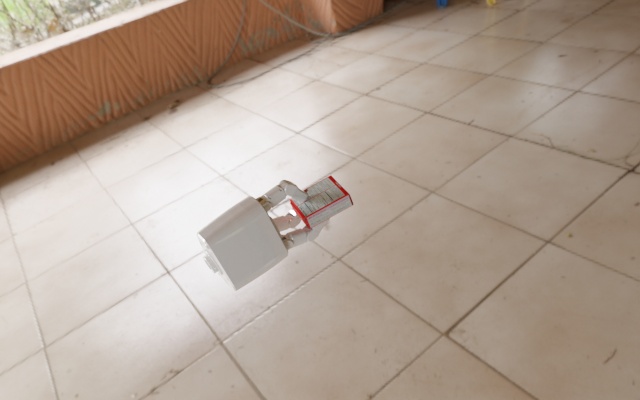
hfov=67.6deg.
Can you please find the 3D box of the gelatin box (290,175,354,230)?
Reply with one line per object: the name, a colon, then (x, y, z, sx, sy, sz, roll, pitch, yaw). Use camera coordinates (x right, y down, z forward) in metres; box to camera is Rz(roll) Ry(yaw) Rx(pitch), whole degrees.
gelatin box: (0.000, 0.002, 0.817, 0.089, 0.030, 0.073, -30, 37, -9)
